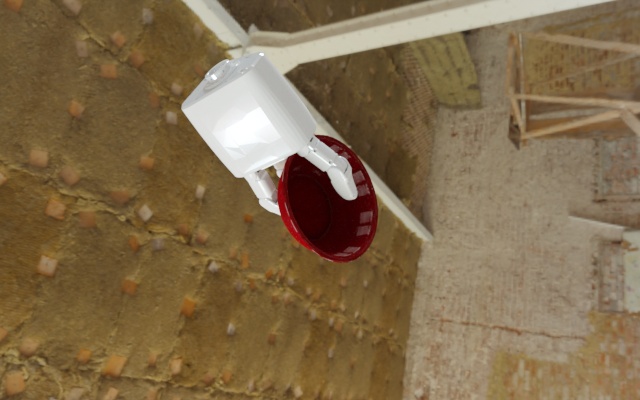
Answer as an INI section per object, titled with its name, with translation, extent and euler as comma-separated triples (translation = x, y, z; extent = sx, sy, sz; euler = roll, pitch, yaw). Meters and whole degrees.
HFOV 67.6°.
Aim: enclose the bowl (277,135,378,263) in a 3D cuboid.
[bowl]
translation = 0.001, 0.003, 0.602
extent = 0.162, 0.162, 0.055
euler = 0, -15, -44
